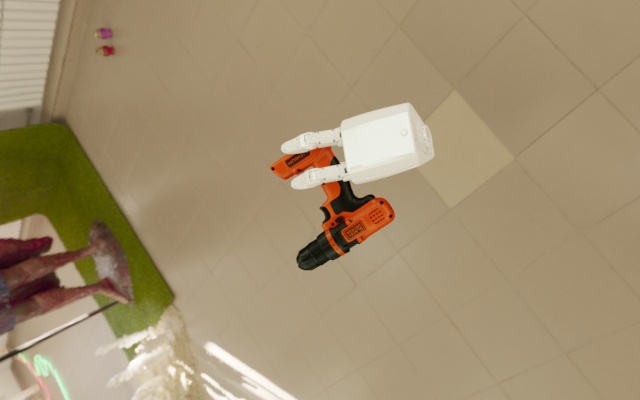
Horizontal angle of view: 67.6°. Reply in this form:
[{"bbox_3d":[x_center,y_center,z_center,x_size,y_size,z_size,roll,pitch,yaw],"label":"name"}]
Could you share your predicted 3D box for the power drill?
[{"bbox_3d":[0.000,0.002,0.779,0.184,0.187,0.057,-34,2,12],"label":"power drill"}]
